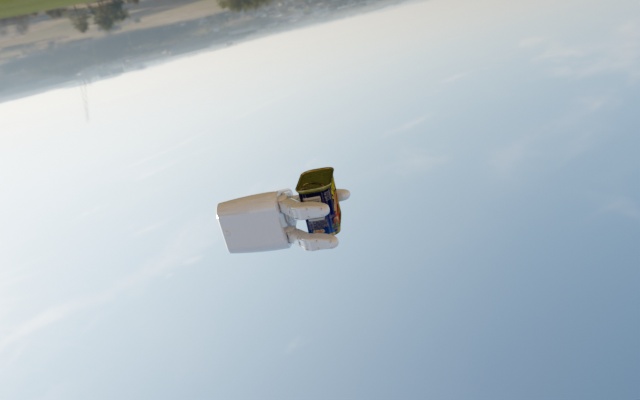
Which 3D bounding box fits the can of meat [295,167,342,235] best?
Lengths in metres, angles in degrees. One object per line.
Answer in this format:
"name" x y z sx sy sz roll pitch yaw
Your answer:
"can of meat" 0.000 0.003 0.767 0.057 0.084 0.102 -10 20 8
